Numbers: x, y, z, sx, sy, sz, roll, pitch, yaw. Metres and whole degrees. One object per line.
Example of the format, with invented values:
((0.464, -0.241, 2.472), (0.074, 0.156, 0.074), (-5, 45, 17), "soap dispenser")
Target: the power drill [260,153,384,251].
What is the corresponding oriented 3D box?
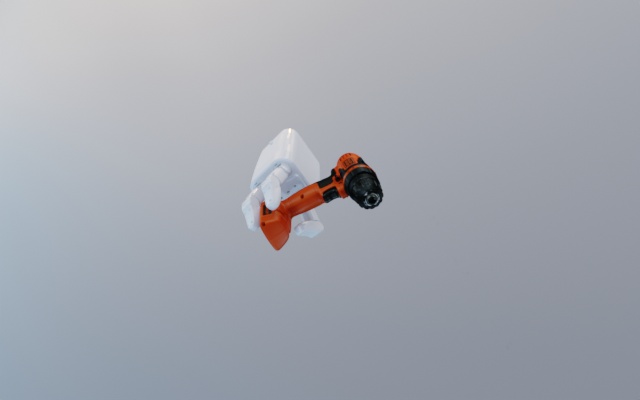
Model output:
((0.000, 0.002, 0.726), (0.187, 0.057, 0.184), (-28, 19, 4), "power drill")
